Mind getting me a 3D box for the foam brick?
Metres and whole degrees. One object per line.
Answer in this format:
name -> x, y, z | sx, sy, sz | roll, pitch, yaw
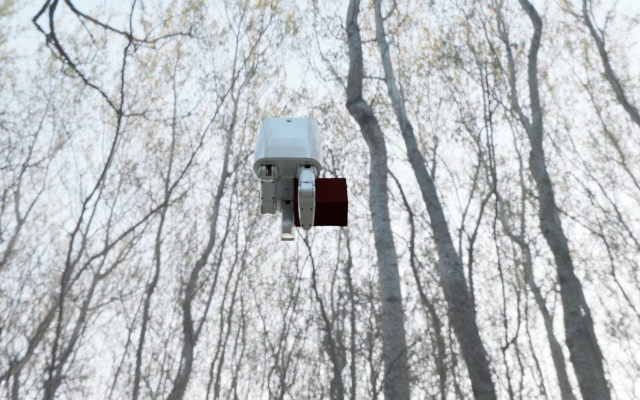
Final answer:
foam brick -> 0.000, 0.002, 0.680 | 0.078, 0.053, 0.051 | 0, 44, -2
